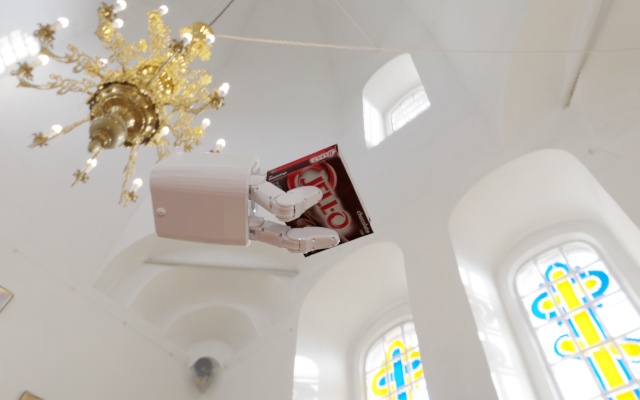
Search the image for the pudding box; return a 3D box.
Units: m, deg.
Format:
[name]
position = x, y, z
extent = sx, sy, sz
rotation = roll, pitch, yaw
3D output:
[pudding box]
position = 0.000, 0.002, 0.551
extent = 0.090, 0.113, 0.039
rotation = -21, 31, 12
